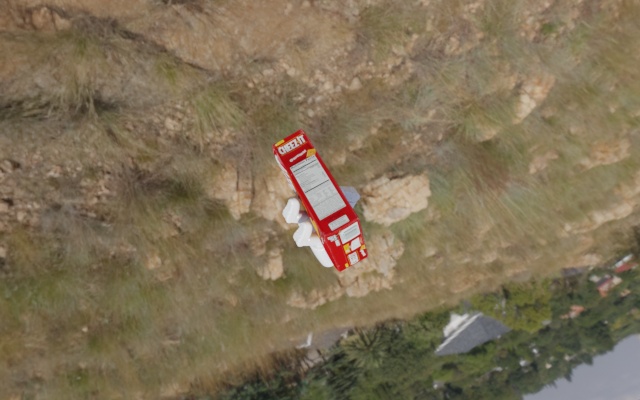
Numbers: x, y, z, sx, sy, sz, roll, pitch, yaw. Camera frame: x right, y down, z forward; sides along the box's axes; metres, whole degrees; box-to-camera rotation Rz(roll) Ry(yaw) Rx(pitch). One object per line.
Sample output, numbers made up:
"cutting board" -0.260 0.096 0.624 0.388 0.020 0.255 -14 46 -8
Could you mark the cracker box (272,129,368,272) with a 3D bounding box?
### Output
"cracker box" 0.000 0.003 0.864 0.072 0.213 0.164 -29 -30 -4
